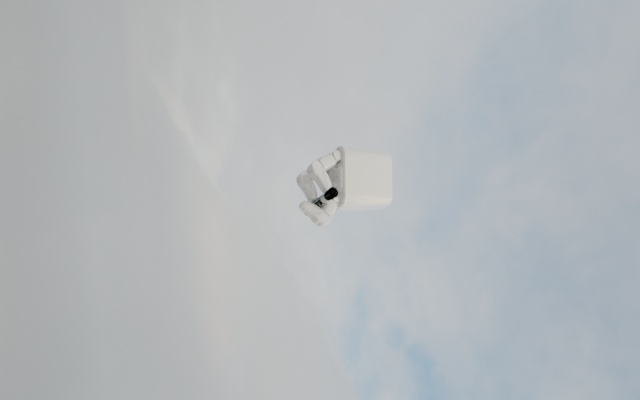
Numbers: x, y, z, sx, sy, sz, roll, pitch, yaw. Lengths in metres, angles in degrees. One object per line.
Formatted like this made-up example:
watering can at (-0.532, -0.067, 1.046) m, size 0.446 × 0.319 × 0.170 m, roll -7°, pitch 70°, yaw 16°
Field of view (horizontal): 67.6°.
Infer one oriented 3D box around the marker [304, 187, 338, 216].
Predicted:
marker at (0.000, 0.003, 0.854) m, size 0.020 × 0.020 × 0.121 m, roll 0°, pitch -18°, yaw -25°
